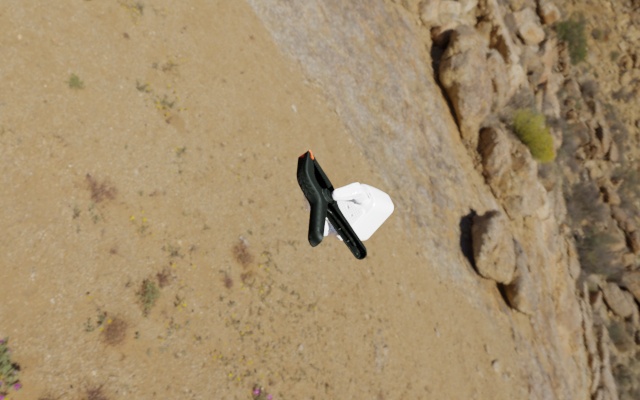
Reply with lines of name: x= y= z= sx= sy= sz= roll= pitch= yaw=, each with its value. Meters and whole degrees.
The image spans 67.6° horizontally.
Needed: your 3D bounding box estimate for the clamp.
clamp: x=0.001 y=0.002 z=0.811 sx=0.036 sy=0.210 sz=0.164 roll=-32 pitch=-21 yaw=21
